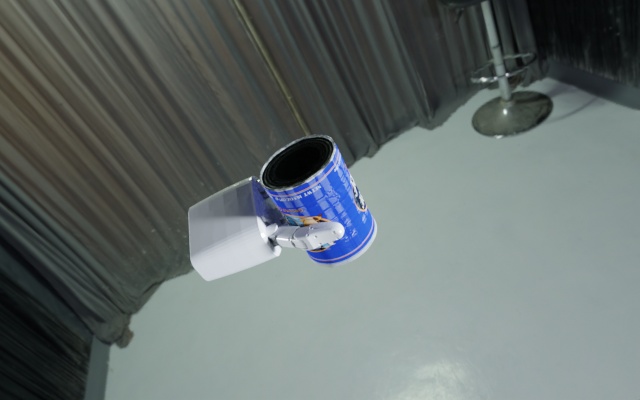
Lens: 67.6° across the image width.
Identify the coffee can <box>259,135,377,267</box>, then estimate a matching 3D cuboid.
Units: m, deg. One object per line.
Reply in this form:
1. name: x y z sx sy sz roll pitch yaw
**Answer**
1. coffee can: 0.000 0.002 0.613 0.103 0.140 0.102 -20 35 15
